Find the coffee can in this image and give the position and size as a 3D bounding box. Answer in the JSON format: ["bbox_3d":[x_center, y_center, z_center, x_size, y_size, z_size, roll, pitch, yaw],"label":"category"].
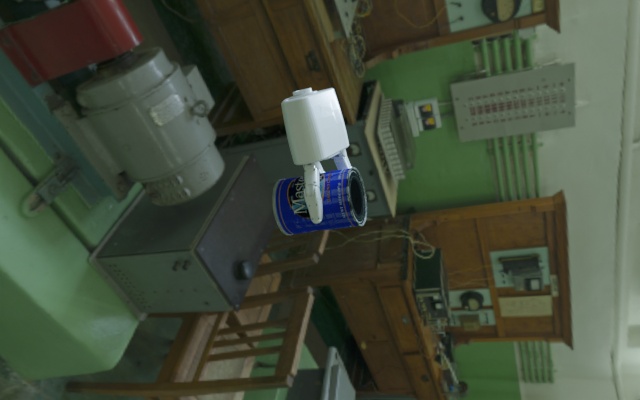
[{"bbox_3d":[0.000,0.003,0.841,0.140,0.103,0.103,-8,-3,21],"label":"coffee can"}]
